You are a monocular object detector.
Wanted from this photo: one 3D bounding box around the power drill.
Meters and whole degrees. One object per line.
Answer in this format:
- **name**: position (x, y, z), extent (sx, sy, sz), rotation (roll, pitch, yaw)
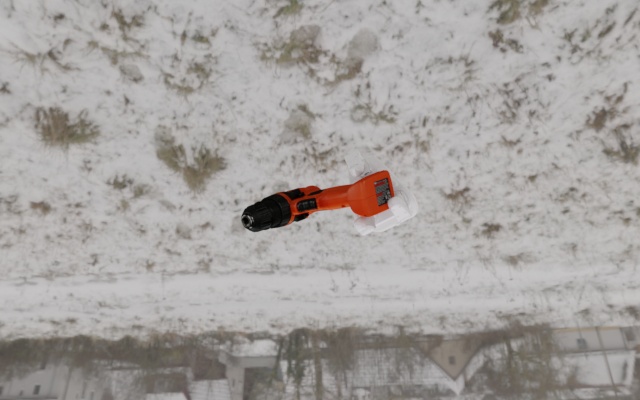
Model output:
- **power drill**: position (0.001, 0.002, 0.702), extent (0.187, 0.057, 0.184), rotation (-7, 9, 33)
